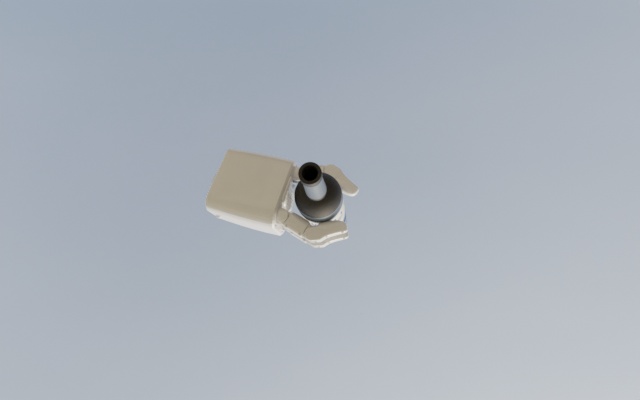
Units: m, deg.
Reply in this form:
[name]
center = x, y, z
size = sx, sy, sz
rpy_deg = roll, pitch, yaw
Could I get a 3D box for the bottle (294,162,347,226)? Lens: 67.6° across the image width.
[bottle]
center = 0.000, 0.002, 0.690
size = 0.069, 0.069, 0.296
rpy_deg = 0, -13, 5
